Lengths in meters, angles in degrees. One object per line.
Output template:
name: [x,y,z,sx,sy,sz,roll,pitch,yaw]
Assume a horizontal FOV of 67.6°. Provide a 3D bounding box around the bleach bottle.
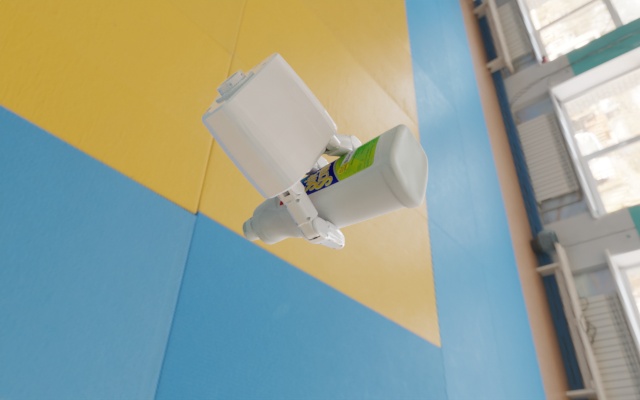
bleach bottle: [0.000,0.002,0.564,0.251,0.068,0.102,-24,26,32]
